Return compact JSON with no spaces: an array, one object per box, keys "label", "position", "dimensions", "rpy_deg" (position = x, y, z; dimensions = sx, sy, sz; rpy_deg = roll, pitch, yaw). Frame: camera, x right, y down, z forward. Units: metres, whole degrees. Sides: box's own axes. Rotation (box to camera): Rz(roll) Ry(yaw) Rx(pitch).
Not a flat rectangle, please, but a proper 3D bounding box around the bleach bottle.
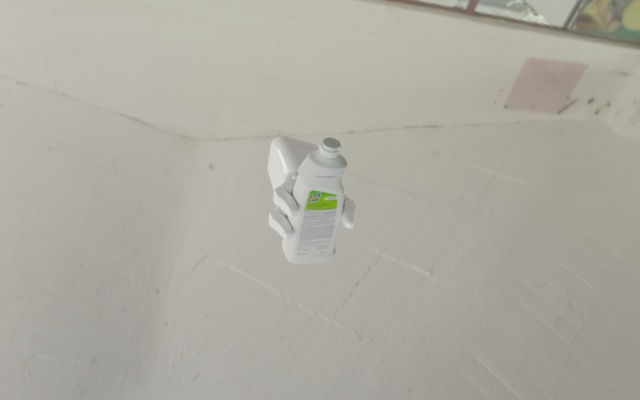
[{"label":"bleach bottle","position":[0.000,0.003,0.812],"dimensions":[0.102,0.251,0.068],"rpy_deg":[-5,45,-22]}]
